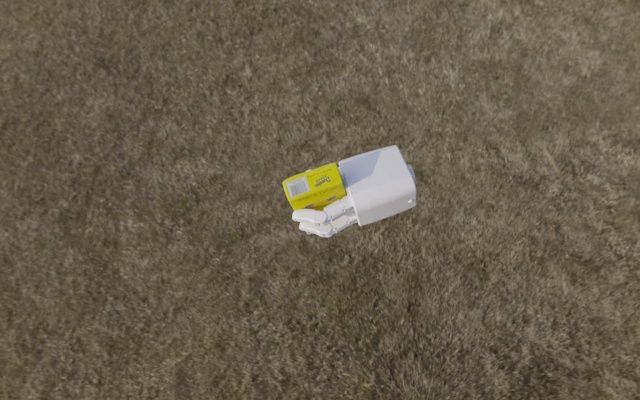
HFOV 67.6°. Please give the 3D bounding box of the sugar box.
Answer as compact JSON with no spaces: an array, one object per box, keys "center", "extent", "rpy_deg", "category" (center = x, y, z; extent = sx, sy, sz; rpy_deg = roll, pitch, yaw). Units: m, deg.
[{"center":[0.000,0.003,0.833],"extent":[0.093,0.048,0.176],"rpy_deg":[-19,-26,2],"category":"sugar box"}]
